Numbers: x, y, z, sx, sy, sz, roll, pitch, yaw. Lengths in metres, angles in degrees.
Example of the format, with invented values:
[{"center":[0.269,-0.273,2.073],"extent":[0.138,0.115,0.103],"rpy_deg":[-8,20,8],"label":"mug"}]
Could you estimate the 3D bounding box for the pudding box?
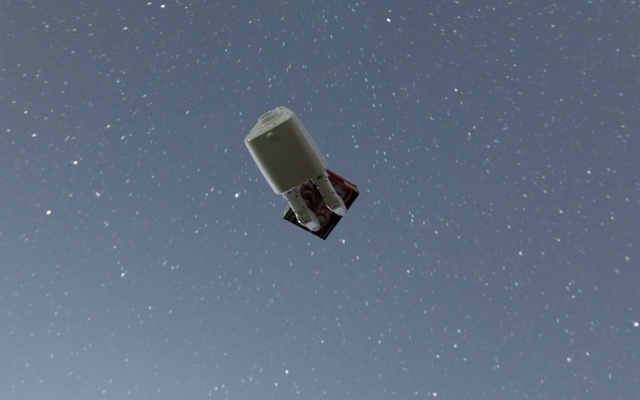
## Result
[{"center":[0.000,0.003,0.840],"extent":[0.090,0.113,0.039],"rpy_deg":[29,23,-16],"label":"pudding box"}]
